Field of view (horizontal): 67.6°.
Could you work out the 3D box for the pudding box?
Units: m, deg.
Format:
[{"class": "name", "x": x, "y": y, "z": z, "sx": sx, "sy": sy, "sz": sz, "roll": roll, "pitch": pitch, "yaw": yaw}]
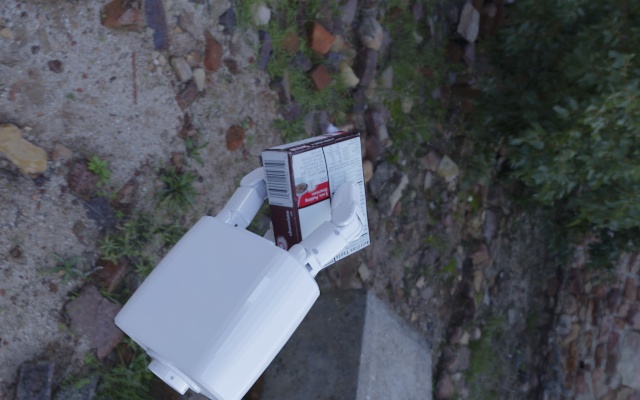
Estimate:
[{"class": "pudding box", "x": 0.000, "y": 0.001, "z": 0.425, "sx": 0.039, "sy": 0.113, "sz": 0.090, "roll": 10, "pitch": 23, "yaw": 43}]
